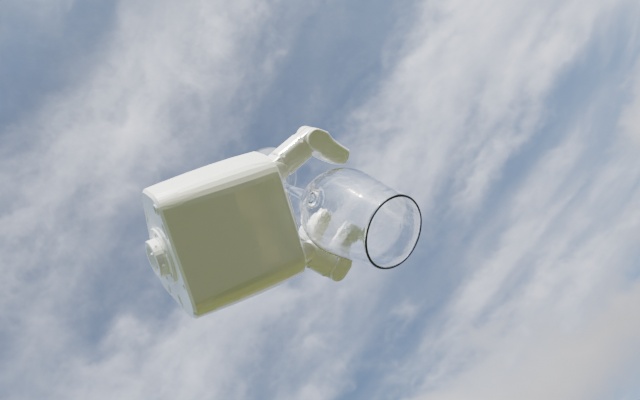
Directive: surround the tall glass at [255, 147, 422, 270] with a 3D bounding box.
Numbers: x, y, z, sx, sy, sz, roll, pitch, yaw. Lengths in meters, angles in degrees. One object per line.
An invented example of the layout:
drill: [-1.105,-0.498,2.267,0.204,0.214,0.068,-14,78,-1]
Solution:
tall glass: [0.000,0.001,0.450,0.079,0.079,0.201,0,14,-37]
